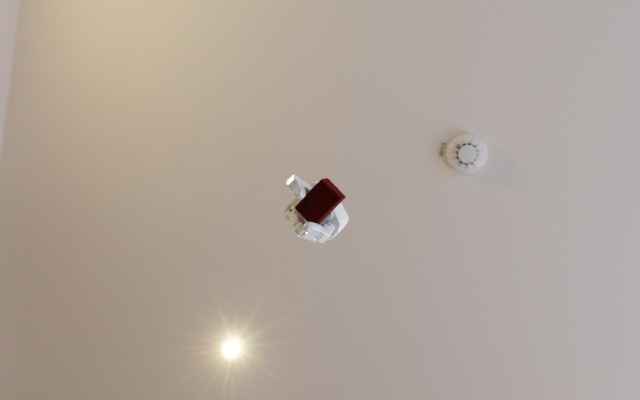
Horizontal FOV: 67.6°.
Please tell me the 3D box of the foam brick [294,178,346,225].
[{"bbox_3d":[0.000,0.003,0.889,0.078,0.053,0.051,-45,-7,14],"label":"foam brick"}]
